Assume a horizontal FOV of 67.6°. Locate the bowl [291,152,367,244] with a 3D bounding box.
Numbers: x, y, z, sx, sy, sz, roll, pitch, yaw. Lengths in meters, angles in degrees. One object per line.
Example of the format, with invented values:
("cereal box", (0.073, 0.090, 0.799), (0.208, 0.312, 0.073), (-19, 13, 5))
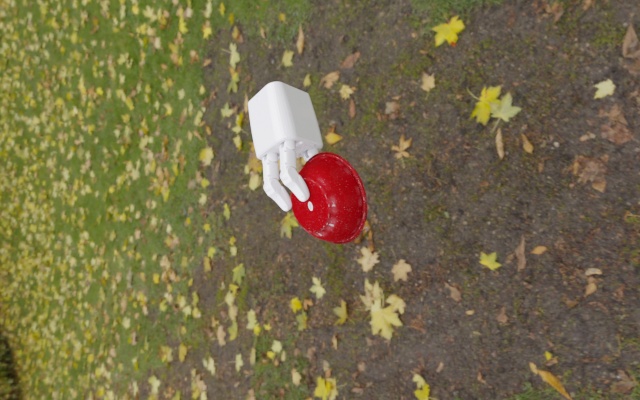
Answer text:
("bowl", (0.000, 0.004, 0.798), (0.055, 0.162, 0.162), (-18, 12, -42))
